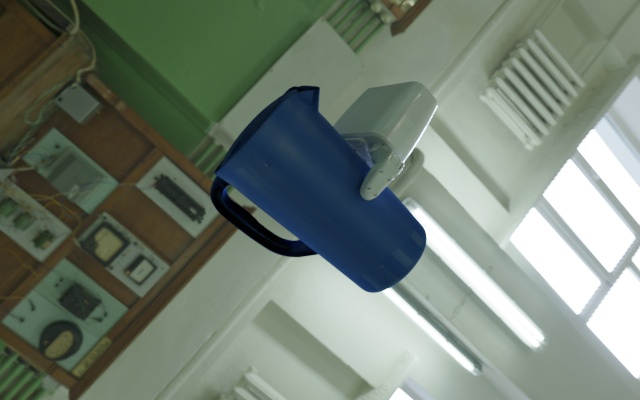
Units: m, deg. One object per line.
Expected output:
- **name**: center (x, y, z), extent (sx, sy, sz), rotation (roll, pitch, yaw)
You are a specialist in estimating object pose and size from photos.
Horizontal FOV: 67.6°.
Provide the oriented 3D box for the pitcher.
- **pitcher**: center (0.000, 0.002, 0.560), extent (0.243, 0.145, 0.149), rotation (43, -25, -14)
